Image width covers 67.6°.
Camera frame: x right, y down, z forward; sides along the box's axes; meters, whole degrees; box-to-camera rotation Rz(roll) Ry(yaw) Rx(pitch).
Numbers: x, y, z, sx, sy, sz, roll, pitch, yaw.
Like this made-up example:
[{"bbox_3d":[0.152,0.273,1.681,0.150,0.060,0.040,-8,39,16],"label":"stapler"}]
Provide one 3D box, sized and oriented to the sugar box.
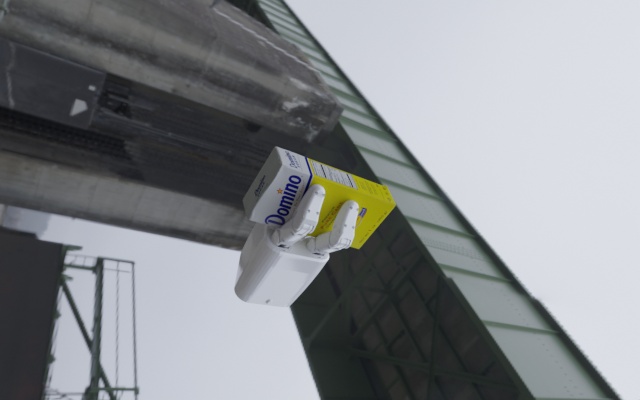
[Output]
[{"bbox_3d":[0.000,0.003,0.614,0.176,0.093,0.048,15,35,-32],"label":"sugar box"}]
